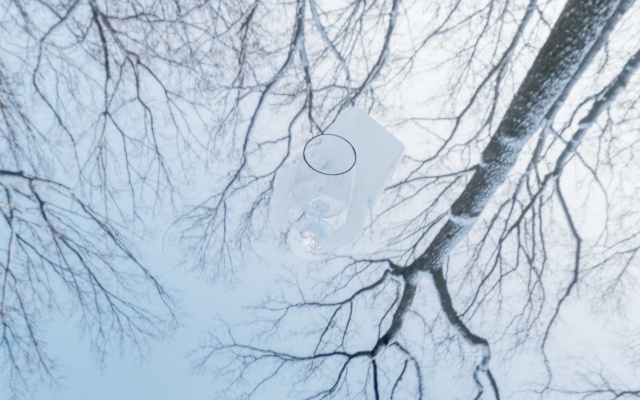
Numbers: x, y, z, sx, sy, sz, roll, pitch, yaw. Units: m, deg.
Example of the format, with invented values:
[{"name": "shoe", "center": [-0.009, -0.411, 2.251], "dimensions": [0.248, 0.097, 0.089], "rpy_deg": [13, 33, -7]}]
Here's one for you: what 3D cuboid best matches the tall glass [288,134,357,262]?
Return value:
[{"name": "tall glass", "center": [0.000, 0.003, 0.623], "dimensions": [0.079, 0.079, 0.201], "rpy_deg": [0, -33, -7]}]
